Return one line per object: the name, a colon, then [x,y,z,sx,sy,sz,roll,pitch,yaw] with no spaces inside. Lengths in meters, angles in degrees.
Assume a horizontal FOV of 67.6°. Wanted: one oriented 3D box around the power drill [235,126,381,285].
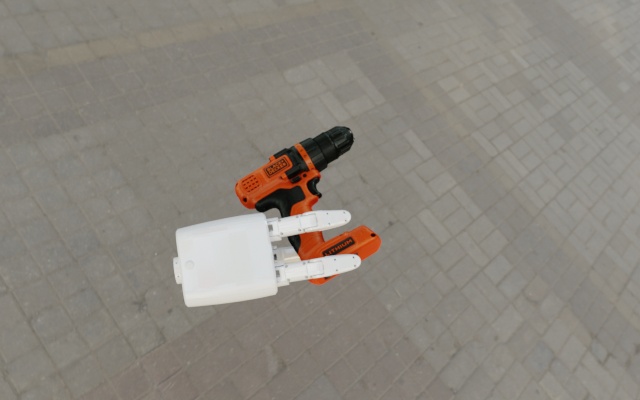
power drill: [0.000,0.003,0.639,0.184,0.187,0.057,-32,-27,-4]
